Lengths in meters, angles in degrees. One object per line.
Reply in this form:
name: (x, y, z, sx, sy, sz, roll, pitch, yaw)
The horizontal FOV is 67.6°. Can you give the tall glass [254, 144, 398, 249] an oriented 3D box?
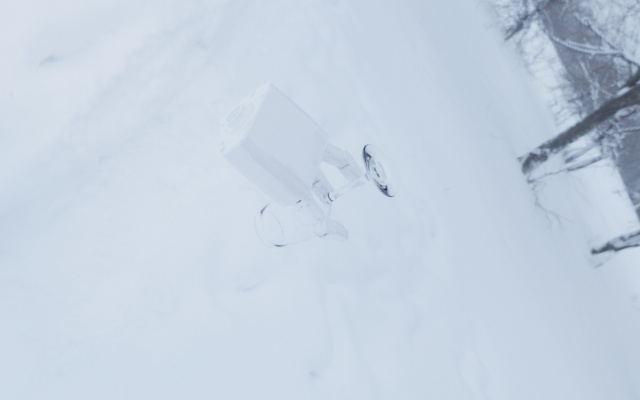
tall glass: (0.001, 0.002, 0.650, 0.201, 0.079, 0.079, -28, -16, 31)
